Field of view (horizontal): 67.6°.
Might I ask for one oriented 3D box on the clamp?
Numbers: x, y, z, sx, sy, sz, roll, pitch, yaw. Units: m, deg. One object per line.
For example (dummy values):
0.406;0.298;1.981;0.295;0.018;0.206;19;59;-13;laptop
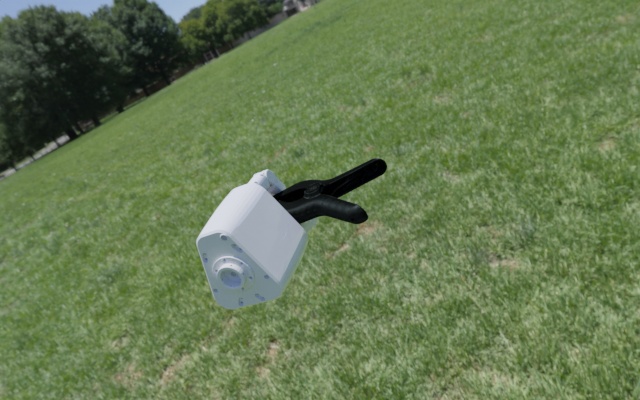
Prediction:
0.000;0.001;0.612;0.171;0.039;0.120;-18;23;23;clamp
